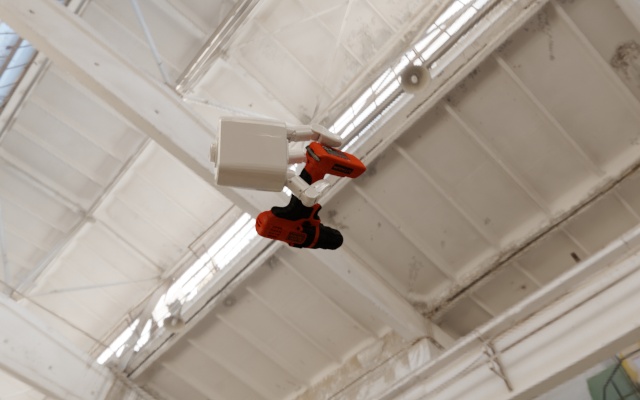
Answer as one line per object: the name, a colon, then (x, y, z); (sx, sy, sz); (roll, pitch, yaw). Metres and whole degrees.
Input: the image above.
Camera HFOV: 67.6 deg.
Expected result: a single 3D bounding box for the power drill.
power drill: (0.000, 0.002, 0.828); (0.184, 0.188, 0.057); (15, 23, -38)
